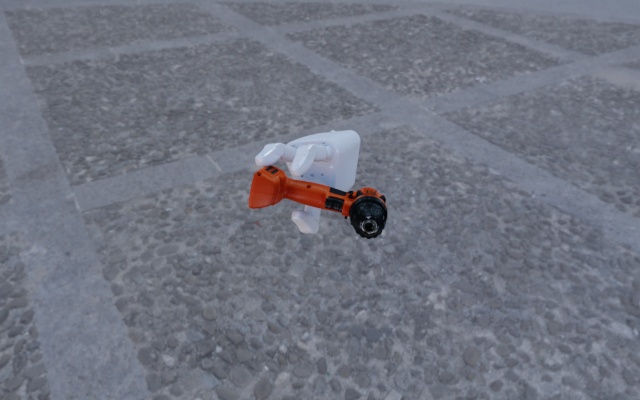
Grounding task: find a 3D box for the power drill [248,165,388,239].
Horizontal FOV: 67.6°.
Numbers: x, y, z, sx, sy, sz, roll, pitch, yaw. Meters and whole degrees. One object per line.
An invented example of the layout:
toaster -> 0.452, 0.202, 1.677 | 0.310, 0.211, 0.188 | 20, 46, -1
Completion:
power drill -> 0.000, 0.002, 0.663 | 0.187, 0.057, 0.184 | 14, 9, 3
